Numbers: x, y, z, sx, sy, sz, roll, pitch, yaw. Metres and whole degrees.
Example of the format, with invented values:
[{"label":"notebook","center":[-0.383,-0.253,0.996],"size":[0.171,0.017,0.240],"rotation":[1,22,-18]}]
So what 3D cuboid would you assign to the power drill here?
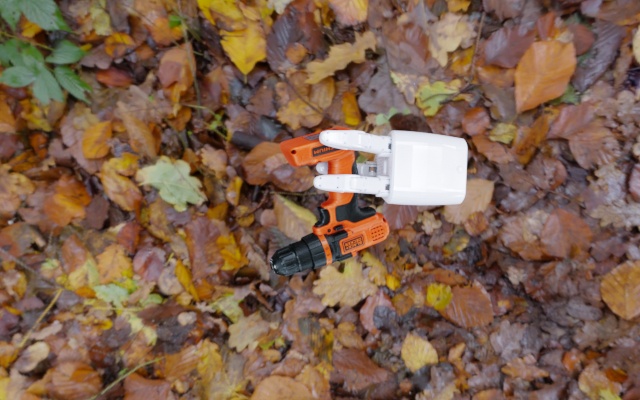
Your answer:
[{"label":"power drill","center":[0.000,0.002,0.670],"size":[0.184,0.188,0.057],"rotation":[-20,23,-19]}]
